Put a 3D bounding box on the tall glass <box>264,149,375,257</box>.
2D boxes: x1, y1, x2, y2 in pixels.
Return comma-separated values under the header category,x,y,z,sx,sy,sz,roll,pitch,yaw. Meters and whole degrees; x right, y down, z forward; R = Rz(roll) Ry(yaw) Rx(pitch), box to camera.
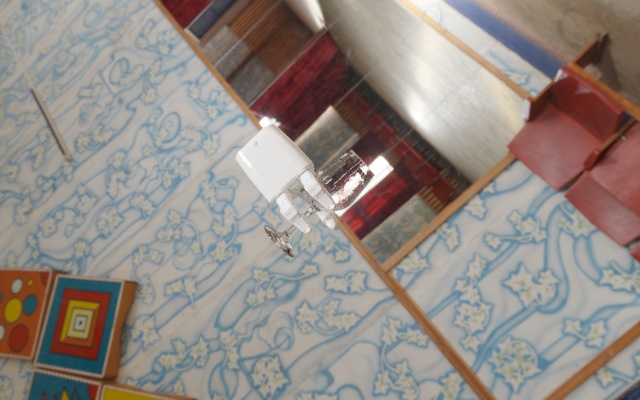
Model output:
category,x,y,z,sx,sy,sz,roll,pitch,yaw
tall glass,0.000,0.003,0.818,0.201,0.079,0.079,-43,-5,6
